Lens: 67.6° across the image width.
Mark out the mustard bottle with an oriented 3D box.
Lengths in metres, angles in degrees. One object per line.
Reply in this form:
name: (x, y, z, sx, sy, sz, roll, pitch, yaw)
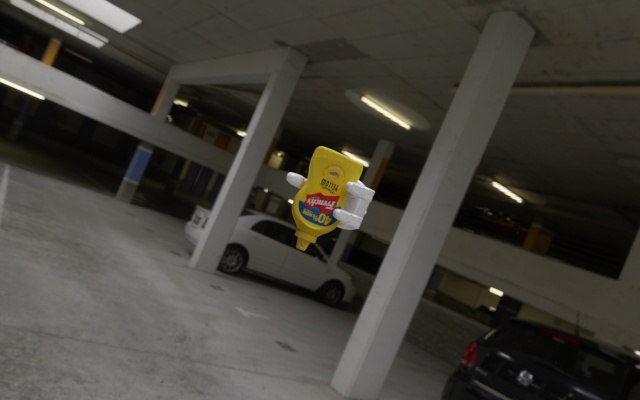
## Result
mustard bottle: (0.000, 0.003, 0.892, 0.096, 0.191, 0.058, 24, -1, -7)
